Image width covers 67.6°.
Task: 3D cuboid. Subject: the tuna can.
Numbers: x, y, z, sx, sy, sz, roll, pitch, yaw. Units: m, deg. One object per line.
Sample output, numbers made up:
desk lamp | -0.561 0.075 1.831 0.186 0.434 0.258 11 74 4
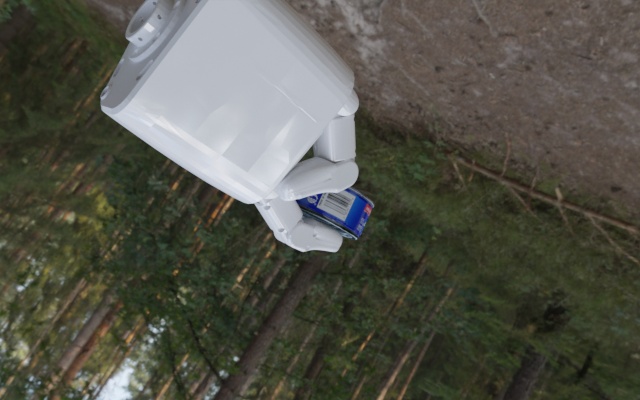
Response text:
tuna can | 0.000 0.002 0.404 0.086 0.033 0.086 25 -8 3
